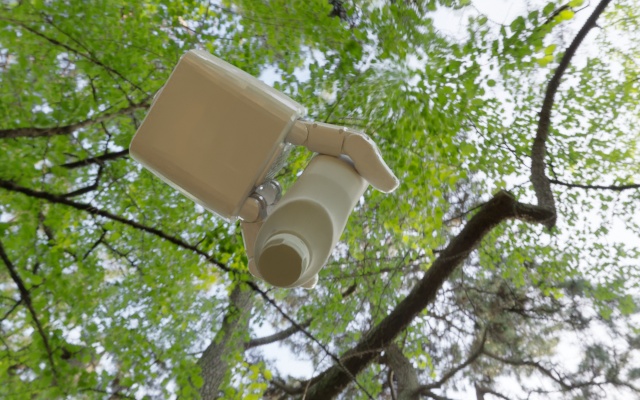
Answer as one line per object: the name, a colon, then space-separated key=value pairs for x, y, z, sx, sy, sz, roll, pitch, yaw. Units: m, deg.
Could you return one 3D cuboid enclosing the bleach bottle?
bleach bottle: x=0.000 y=0.001 z=0.407 sx=0.068 sy=0.102 sz=0.250 roll=31 pitch=17 yaw=0
